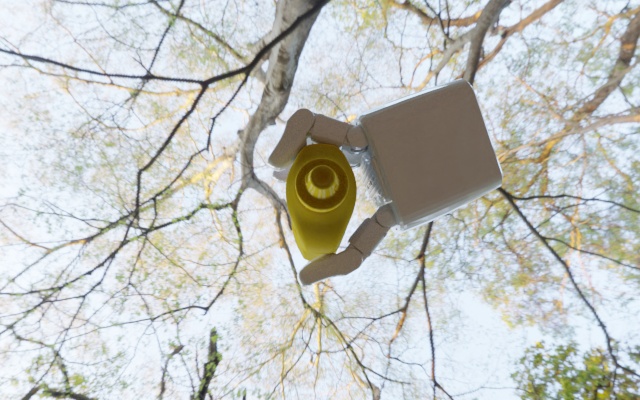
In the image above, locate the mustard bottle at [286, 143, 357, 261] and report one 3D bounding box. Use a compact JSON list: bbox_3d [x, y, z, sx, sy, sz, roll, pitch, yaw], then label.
[{"bbox_3d":[0.000,0.002,0.433,0.058,0.096,0.192,3,-11,-1],"label":"mustard bottle"}]
